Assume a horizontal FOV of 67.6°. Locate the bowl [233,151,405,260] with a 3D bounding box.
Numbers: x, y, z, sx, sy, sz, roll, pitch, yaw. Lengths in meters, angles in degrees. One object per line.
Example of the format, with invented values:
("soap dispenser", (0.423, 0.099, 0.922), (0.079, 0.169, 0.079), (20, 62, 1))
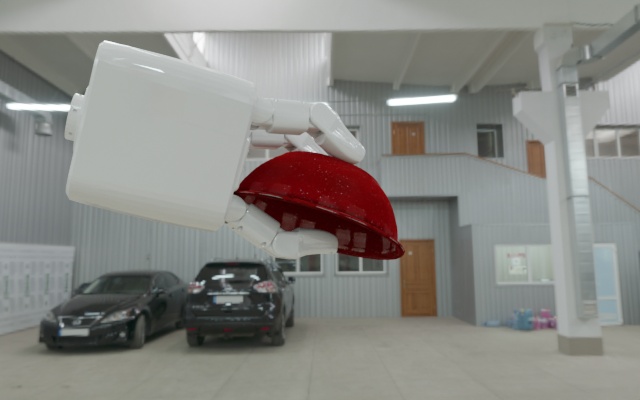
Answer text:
("bowl", (0.001, 0.001, 0.417), (0.162, 0.055, 0.162), (16, -15, 5))
